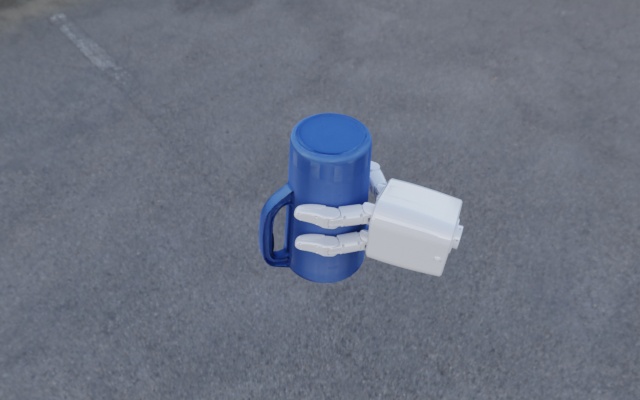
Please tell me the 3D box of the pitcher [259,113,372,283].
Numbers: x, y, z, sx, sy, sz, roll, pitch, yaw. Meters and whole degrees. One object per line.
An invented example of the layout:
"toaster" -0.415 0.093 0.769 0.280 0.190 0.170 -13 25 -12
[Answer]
"pitcher" 0.000 0.002 0.696 0.145 0.243 0.149 17 46 15
